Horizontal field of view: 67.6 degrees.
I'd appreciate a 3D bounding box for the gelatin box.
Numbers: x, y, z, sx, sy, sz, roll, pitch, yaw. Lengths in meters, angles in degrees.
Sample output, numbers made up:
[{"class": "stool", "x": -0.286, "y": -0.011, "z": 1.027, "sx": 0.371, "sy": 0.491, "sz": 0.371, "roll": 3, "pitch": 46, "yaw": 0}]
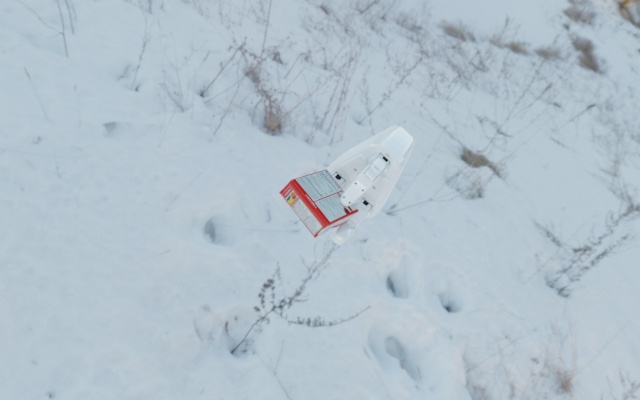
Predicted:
[{"class": "gelatin box", "x": 0.000, "y": 0.002, "z": 0.609, "sx": 0.030, "sy": 0.073, "sz": 0.089, "roll": -45, "pitch": -12, "yaw": 30}]
